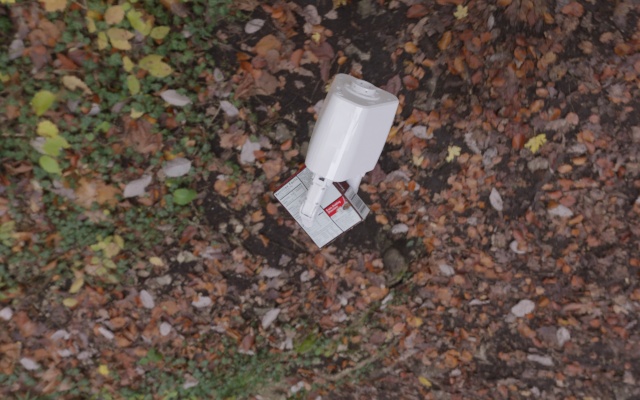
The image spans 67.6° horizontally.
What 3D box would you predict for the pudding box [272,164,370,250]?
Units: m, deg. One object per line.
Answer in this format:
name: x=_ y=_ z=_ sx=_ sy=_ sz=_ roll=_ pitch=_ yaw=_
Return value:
pudding box: x=0.000 y=0.002 z=0.687 sx=0.090 sy=0.113 sz=0.039 roll=-37 pitch=6 yaw=30
